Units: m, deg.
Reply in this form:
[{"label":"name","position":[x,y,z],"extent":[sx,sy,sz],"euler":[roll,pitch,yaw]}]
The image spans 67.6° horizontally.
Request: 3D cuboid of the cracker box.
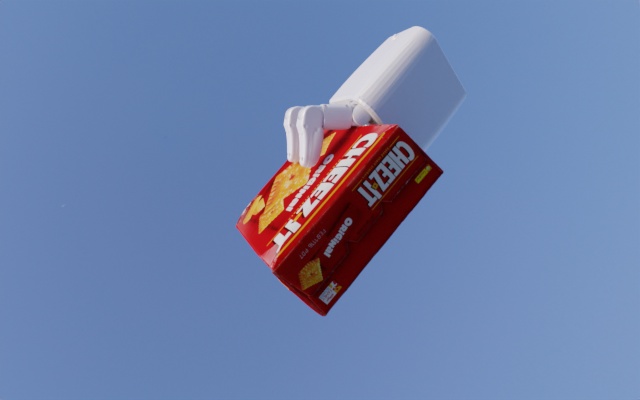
[{"label":"cracker box","position":[0.000,0.002,0.492],"extent":[0.072,0.164,0.213],"euler":[42,-6,-18]}]
